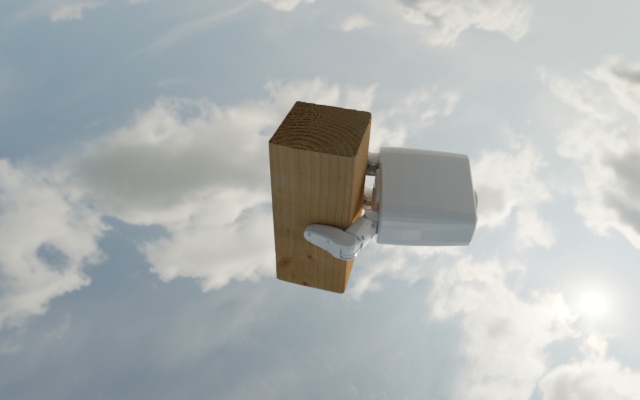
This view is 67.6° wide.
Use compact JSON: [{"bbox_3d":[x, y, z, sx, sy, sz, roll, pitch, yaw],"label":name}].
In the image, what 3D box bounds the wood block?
[{"bbox_3d":[0.000,0.002,0.556,0.090,0.206,0.090,11,41,11],"label":"wood block"}]
